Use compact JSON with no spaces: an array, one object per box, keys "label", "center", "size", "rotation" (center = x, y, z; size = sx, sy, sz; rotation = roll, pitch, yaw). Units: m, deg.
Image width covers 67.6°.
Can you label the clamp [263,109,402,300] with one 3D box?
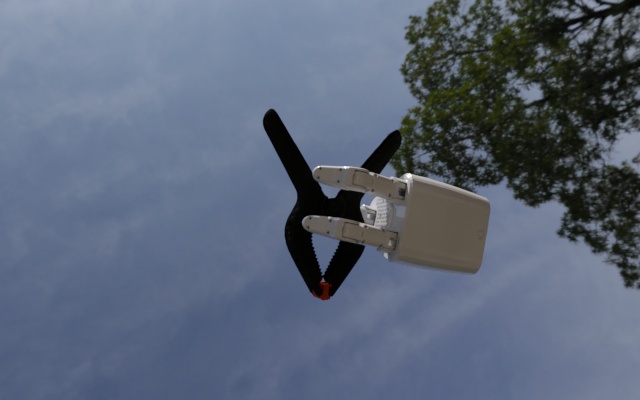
[{"label":"clamp","center":[0.000,0.002,0.534],"size":[0.164,0.210,0.036],"rotation":[13,-8,-15]}]
